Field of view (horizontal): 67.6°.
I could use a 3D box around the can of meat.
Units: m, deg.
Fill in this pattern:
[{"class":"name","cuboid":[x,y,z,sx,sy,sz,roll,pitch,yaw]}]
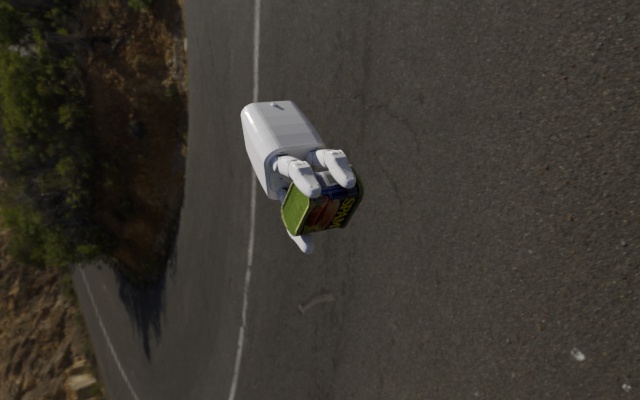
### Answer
[{"class":"can of meat","cuboid":[0.000,0.002,0.661,0.084,0.057,0.102,-10,-33,-29]}]
